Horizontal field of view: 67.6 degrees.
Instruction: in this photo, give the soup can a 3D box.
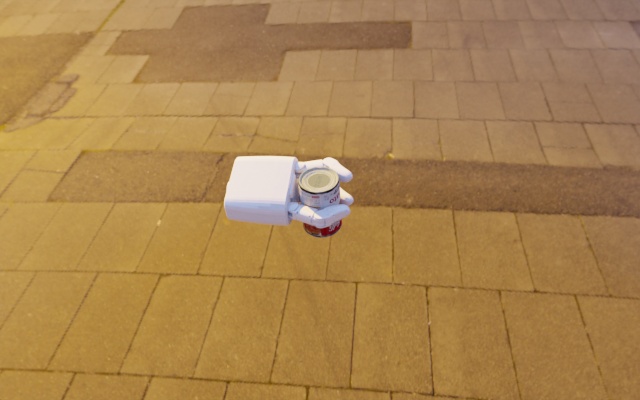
[{"bbox_3d":[0.001,0.002,0.794,0.068,0.102,0.068,-3,43,3],"label":"soup can"}]
